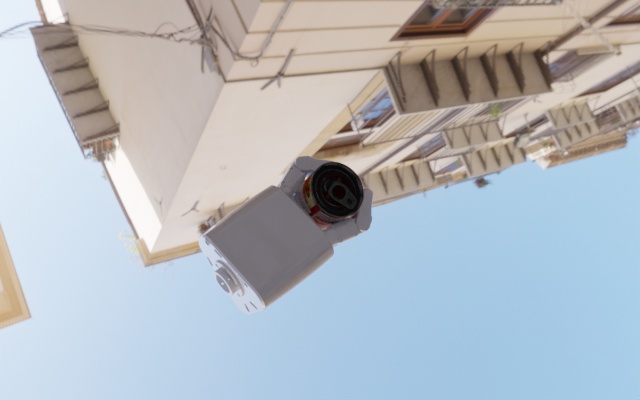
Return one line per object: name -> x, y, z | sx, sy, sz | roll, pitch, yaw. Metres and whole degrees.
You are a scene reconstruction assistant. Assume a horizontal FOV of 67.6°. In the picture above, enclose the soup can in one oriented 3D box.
soup can -> 0.000, 0.002, 0.595 | 0.068, 0.068, 0.102 | 0, -17, -25
